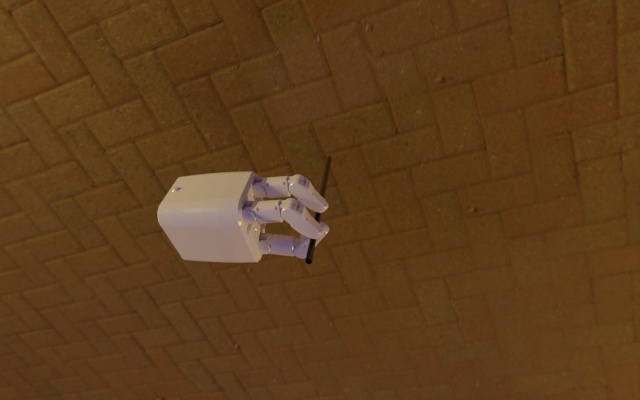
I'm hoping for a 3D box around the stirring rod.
[{"bbox_3d":[0.000,0.002,0.643,0.011,0.011,0.239,0,34,8],"label":"stirring rod"}]
